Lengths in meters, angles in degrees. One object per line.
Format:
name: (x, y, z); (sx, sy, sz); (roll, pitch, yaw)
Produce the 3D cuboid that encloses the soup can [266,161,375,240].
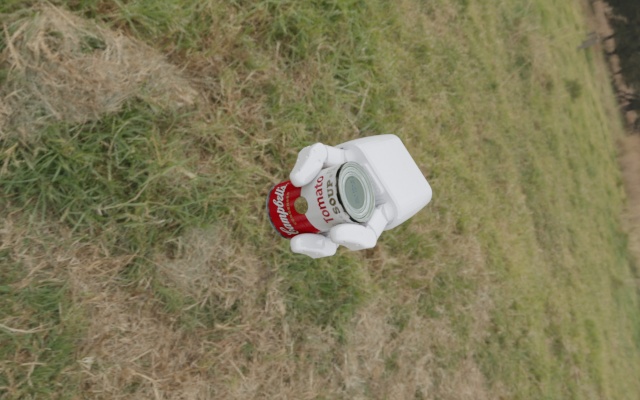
soup can: (0.000, 0.002, 0.522); (0.102, 0.068, 0.068); (-15, -9, 38)
